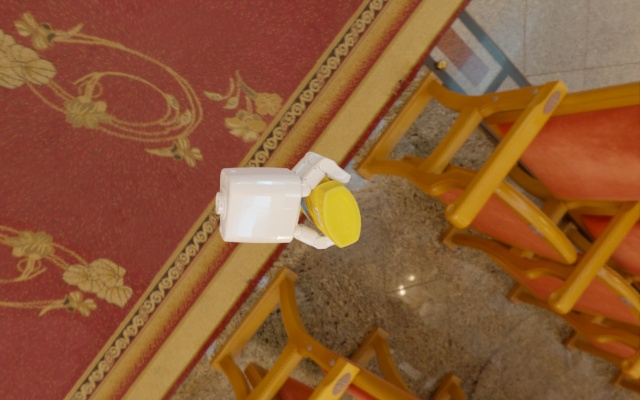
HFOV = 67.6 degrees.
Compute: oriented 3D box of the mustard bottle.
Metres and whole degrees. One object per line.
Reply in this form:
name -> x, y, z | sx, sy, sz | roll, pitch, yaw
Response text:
mustard bottle -> 0.001, 0.003, 0.778 | 0.058, 0.096, 0.191 | -23, 21, -14
